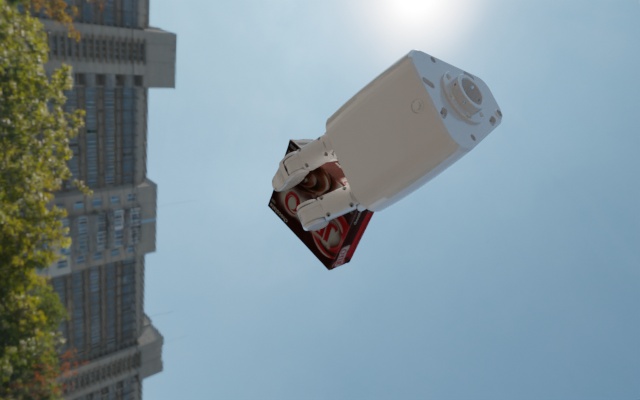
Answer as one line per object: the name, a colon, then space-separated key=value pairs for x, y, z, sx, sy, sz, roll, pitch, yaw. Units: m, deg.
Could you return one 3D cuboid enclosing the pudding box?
pudding box: x=0.000 y=0.002 z=0.497 sx=0.039 sy=0.090 sz=0.113 roll=-11 pitch=45 yaw=-42
